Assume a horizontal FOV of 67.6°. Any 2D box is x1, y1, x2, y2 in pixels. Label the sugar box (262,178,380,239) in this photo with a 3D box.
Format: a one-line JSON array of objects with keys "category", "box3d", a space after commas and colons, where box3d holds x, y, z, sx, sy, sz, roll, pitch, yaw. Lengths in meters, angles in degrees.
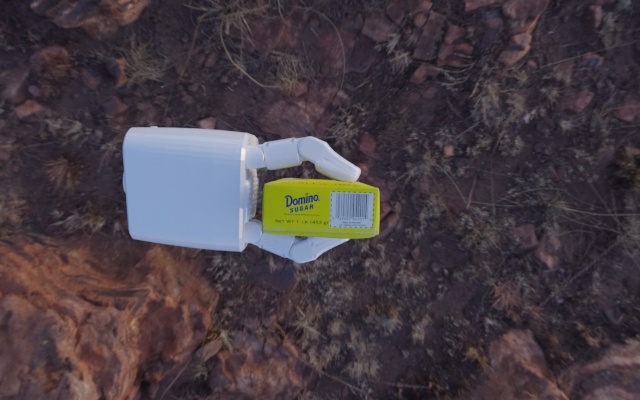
[{"category": "sugar box", "box3d": [0.000, 0.001, 0.457, 0.093, 0.048, 0.176, 3, 6, -1]}]
